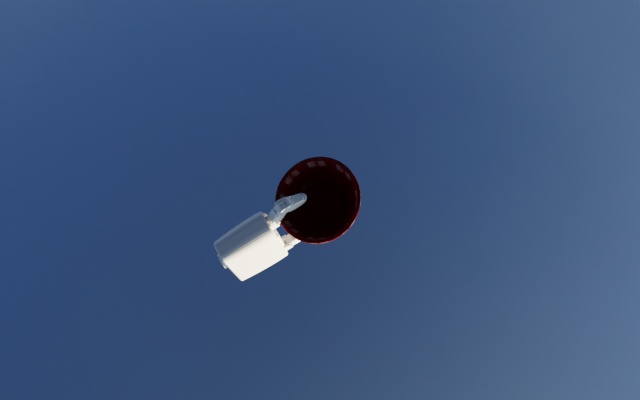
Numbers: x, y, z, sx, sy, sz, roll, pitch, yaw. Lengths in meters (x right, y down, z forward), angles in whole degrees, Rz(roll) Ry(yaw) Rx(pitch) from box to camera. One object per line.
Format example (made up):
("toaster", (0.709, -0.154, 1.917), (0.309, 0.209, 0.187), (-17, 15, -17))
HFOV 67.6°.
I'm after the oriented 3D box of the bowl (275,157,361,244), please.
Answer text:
("bowl", (0.001, 0.003, 0.888), (0.162, 0.162, 0.055), (0, -11, 16))
